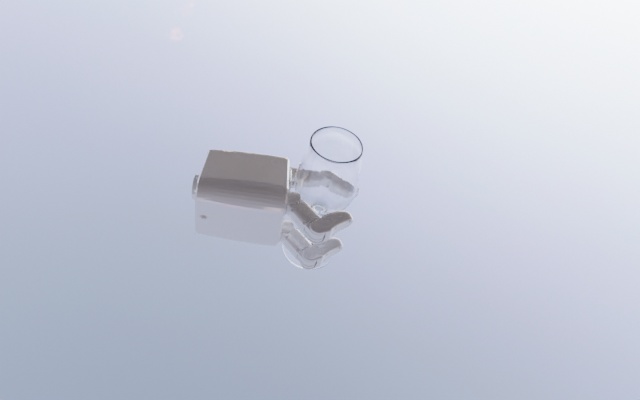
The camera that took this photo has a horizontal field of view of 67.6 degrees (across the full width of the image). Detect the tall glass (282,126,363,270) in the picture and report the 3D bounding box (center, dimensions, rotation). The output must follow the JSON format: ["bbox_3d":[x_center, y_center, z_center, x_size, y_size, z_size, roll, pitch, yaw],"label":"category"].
[{"bbox_3d":[0.000,0.002,0.609,0.079,0.079,0.201,0,-41,-15],"label":"tall glass"}]
